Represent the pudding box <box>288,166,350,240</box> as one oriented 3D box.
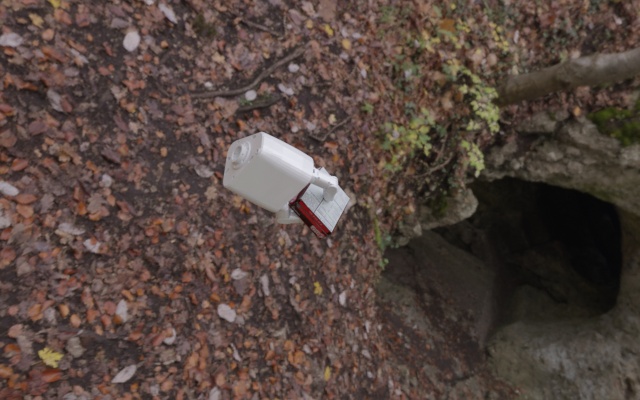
[{"bbox_3d":[0.000,0.003,0.882,0.039,0.090,0.113,-27,21,40],"label":"pudding box"}]
